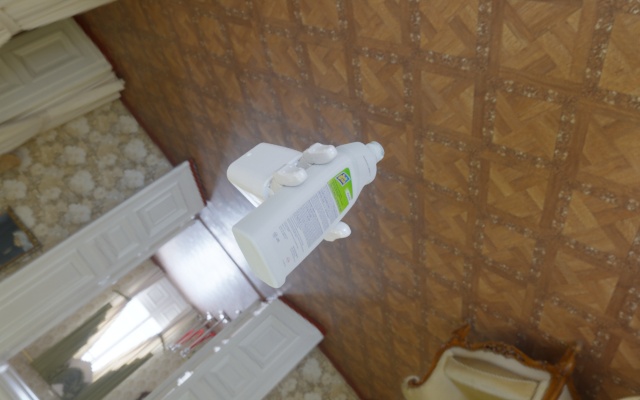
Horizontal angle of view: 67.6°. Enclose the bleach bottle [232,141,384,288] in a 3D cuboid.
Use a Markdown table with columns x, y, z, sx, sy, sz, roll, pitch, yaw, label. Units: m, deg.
| x | y | z | sx | sy | sz | roll | pitch | yaw | label |
| --- | --- | --- | --- | --- | --- | --- | --- | --- | --- |
| 0.000 | 0.002 | 0.665 | 0.250 | 0.103 | 0.068 | -40 | 40 | -26 | bleach bottle |
